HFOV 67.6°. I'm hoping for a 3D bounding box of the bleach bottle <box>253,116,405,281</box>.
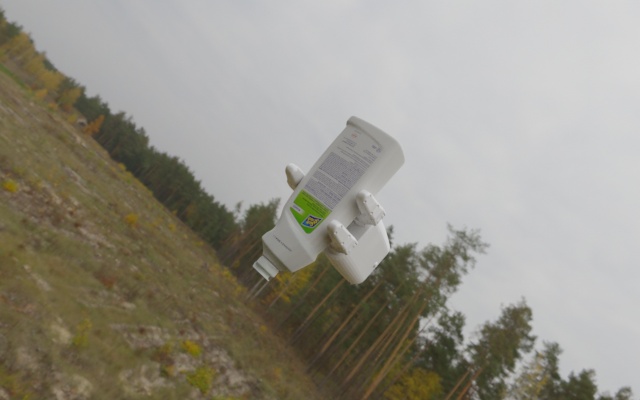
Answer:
[{"bbox_3d":[0.000,0.002,0.651,0.102,0.251,0.068,36,-13,33],"label":"bleach bottle"}]
